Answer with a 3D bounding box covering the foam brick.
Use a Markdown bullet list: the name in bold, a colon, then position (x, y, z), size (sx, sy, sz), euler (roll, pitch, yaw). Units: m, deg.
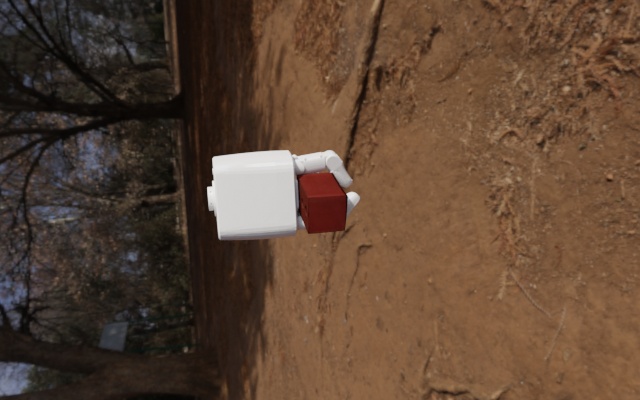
- **foam brick**: position (0.000, 0.002, 0.632), size (0.051, 0.053, 0.078), euler (-4, 26, -13)
